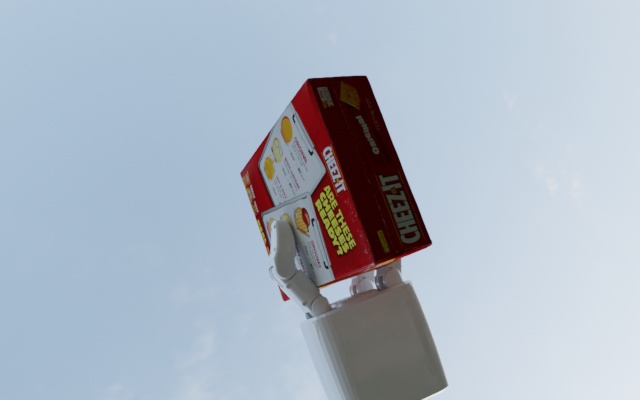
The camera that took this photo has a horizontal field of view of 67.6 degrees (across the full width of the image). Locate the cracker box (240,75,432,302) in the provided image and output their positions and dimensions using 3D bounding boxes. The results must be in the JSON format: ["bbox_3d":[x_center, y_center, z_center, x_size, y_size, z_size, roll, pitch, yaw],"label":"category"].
[{"bbox_3d":[0.000,0.002,0.481,0.072,0.164,0.214,-14,-12,-29],"label":"cracker box"}]
